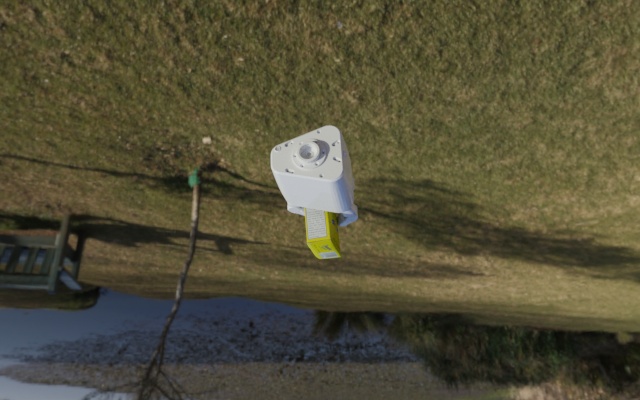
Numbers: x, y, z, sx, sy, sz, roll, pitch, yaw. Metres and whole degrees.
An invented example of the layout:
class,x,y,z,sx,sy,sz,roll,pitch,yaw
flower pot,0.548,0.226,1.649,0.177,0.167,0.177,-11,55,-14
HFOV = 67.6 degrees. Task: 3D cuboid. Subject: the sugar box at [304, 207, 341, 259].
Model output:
class,x,y,z,sx,sy,sz,roll,pitch,yaw
sugar box,0.001,0.003,0.810,0.048,0.176,0.093,-7,-24,10
